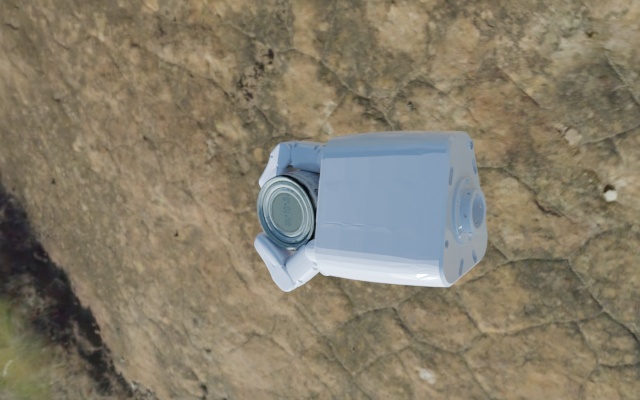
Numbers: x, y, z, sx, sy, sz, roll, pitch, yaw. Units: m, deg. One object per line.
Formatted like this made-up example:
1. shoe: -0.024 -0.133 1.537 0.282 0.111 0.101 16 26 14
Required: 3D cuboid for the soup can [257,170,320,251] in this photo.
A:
1. soup can: -0.001 0.001 0.443 0.068 0.068 0.102 0 11 38
